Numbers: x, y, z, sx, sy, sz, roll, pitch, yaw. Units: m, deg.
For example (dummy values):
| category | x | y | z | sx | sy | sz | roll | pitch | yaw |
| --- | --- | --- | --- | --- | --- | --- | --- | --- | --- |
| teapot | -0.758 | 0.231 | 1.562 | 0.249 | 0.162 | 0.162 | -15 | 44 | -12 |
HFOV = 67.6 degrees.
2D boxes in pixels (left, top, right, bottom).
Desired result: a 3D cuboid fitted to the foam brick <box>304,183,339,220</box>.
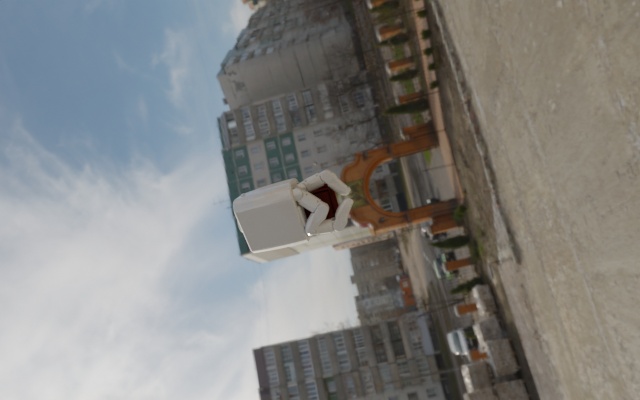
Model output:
| category | x | y | z | sx | sy | sz | roll | pitch | yaw |
| --- | --- | --- | --- | --- | --- | --- | --- | --- | --- |
| foam brick | 0.000 | 0.003 | 0.862 | 0.051 | 0.053 | 0.078 | -15 | 9 | 8 |
